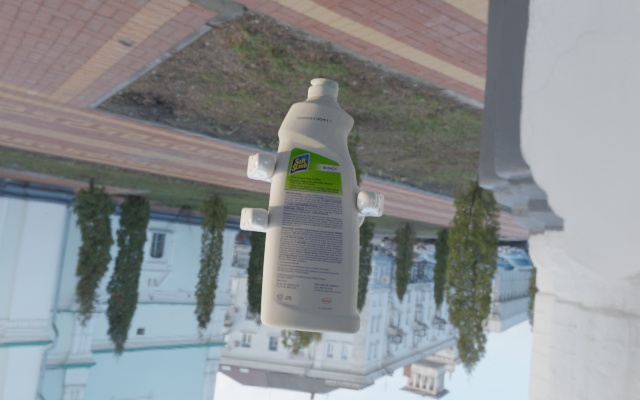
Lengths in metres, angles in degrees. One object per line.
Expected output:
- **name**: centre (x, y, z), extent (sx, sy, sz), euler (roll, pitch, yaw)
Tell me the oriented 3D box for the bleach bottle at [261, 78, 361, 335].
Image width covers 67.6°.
- **bleach bottle**: centre (0.000, 0.002, 0.488), extent (0.102, 0.251, 0.068), euler (6, -6, -3)
